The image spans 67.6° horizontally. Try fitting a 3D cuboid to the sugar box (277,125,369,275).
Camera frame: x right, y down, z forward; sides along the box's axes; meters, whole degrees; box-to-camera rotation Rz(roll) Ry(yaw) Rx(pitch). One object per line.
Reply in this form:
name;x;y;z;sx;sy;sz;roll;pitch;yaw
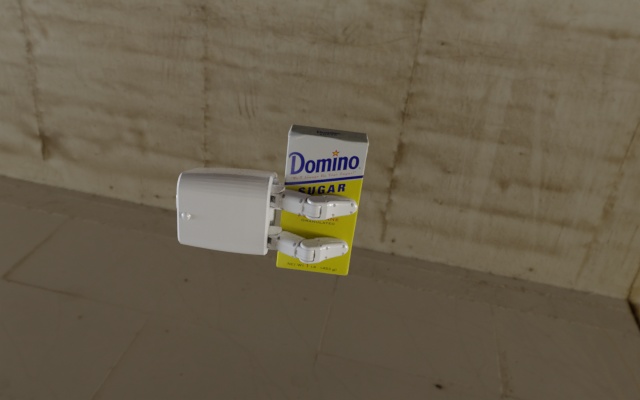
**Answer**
sugar box;0.000;0.002;0.581;0.093;0.176;0.048;6;25;-1
